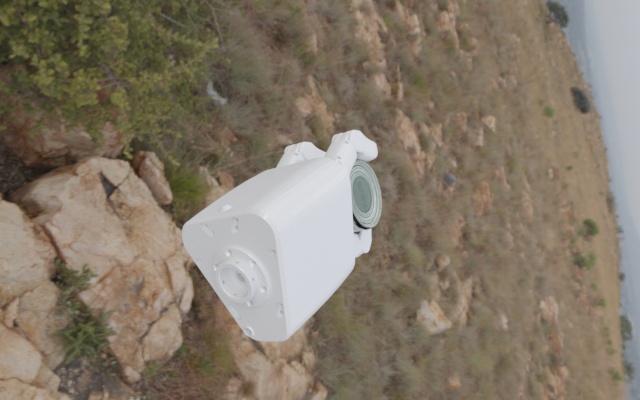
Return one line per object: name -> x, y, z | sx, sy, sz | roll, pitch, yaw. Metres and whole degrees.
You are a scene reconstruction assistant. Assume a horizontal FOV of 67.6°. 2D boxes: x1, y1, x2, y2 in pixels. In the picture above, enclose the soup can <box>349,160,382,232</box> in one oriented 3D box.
soup can -> 0.001, 0.001, 0.469 | 0.102, 0.068, 0.068 | -11, -6, 33
